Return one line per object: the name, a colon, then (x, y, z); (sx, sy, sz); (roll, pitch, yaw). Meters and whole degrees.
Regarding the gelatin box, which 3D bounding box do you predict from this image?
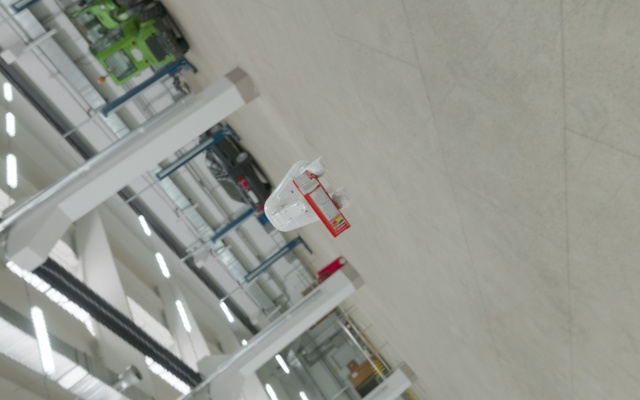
gelatin box: (0.000, 0.002, 0.641); (0.030, 0.073, 0.089); (-36, 20, -1)
